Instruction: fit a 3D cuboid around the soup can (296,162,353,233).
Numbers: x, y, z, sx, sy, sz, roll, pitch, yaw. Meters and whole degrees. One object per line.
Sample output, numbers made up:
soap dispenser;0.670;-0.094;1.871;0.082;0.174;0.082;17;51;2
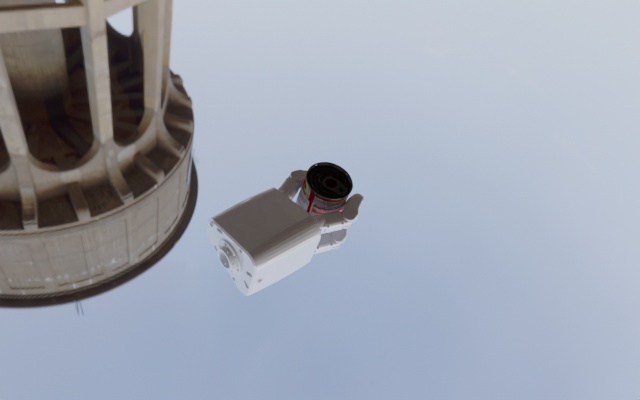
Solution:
soup can;0.000;0.002;0.701;0.068;0.068;0.102;0;-37;-19
